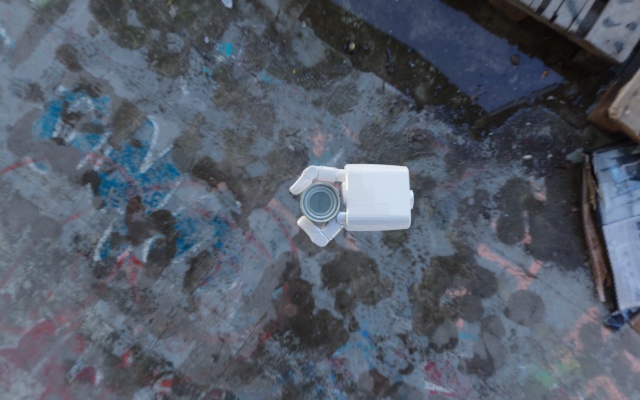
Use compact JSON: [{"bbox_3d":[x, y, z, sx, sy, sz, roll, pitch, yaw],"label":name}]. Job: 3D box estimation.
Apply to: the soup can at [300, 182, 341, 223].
[{"bbox_3d":[0.000,0.003,0.819,0.068,0.068,0.102,0,2,0],"label":"soup can"}]
